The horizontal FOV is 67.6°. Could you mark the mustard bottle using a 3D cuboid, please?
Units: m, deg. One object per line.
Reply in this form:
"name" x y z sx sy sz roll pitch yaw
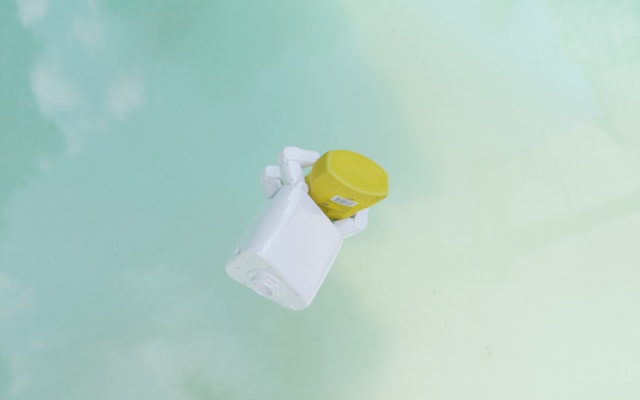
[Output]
"mustard bottle" 0.000 0.002 0.651 0.096 0.058 0.192 17 -31 -26
